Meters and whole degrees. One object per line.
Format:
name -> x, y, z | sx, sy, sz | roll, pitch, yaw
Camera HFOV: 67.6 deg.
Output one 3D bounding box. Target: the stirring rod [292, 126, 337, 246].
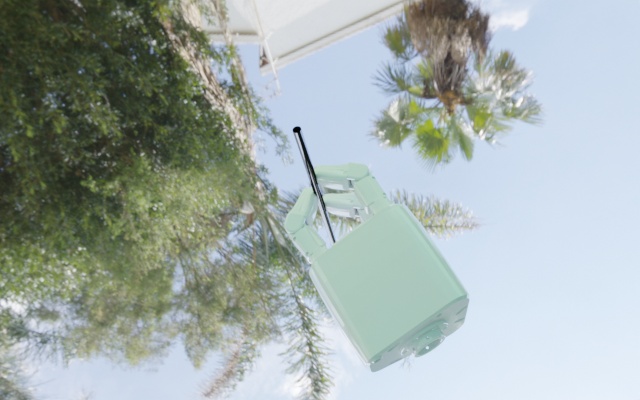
stirring rod -> 0.000, 0.002, 0.520 | 0.011, 0.011, 0.240 | 0, -32, 12
